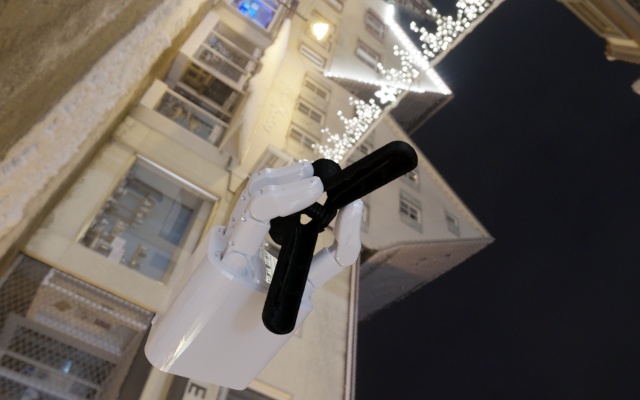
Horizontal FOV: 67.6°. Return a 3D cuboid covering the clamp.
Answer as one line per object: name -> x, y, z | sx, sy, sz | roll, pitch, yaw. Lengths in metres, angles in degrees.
clamp -> 0.000, 0.002, 0.418 | 0.036, 0.164, 0.210 | 37, 9, -18
